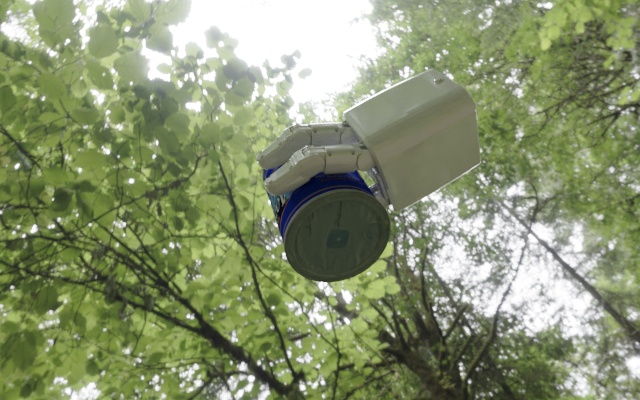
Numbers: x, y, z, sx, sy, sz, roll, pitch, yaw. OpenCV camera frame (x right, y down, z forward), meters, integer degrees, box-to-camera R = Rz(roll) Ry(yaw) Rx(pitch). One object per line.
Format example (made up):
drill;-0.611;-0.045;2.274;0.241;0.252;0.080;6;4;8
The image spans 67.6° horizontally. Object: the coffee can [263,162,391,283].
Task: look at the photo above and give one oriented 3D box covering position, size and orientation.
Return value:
coffee can;0.000;0.002;0.499;0.103;0.103;0.140;0;30;-17
